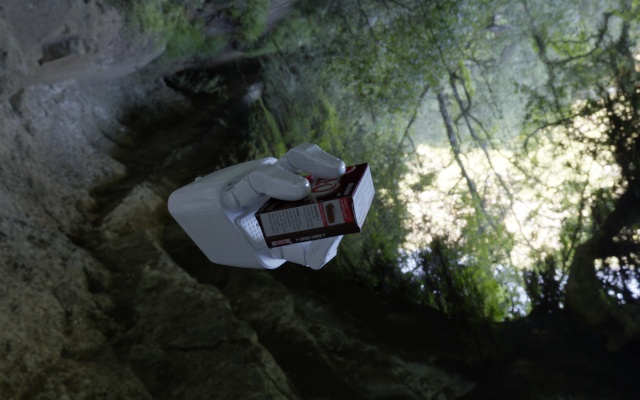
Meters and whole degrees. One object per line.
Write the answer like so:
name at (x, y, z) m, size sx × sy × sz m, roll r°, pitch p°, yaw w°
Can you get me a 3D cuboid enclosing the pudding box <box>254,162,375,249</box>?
pudding box at (0.000, 0.002, 0.453) m, size 0.090 × 0.039 × 0.113 m, roll -12°, pitch 18°, yaw 16°
